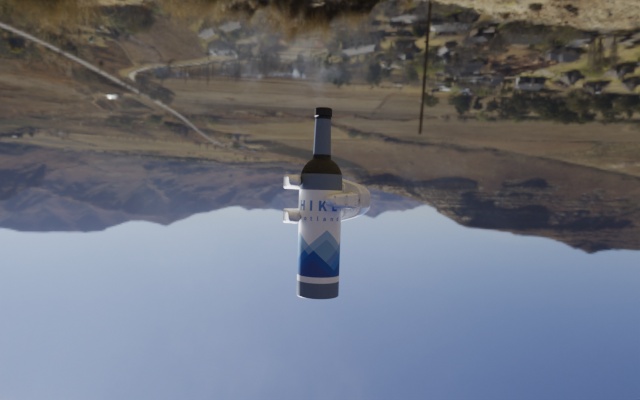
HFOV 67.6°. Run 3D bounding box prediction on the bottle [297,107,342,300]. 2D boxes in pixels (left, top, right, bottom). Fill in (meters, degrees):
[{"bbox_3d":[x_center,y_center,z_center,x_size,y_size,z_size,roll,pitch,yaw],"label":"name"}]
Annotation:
[{"bbox_3d":[0.000,0.003,0.753,0.069,0.295,0.069,2,1,0],"label":"bottle"}]
